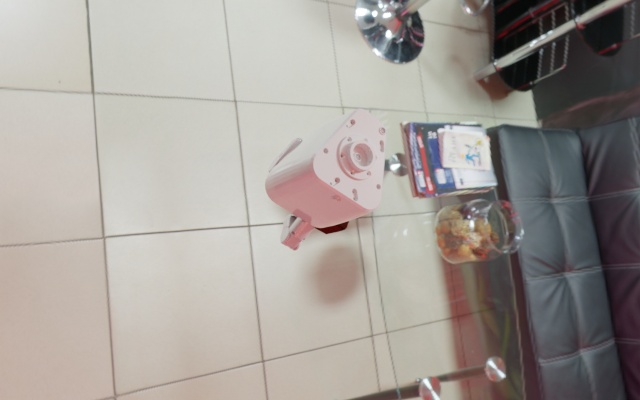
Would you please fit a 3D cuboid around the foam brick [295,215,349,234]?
[{"bbox_3d":[0.000,0.002,0.627,0.078,0.053,0.051,32,-25,-22],"label":"foam brick"}]
